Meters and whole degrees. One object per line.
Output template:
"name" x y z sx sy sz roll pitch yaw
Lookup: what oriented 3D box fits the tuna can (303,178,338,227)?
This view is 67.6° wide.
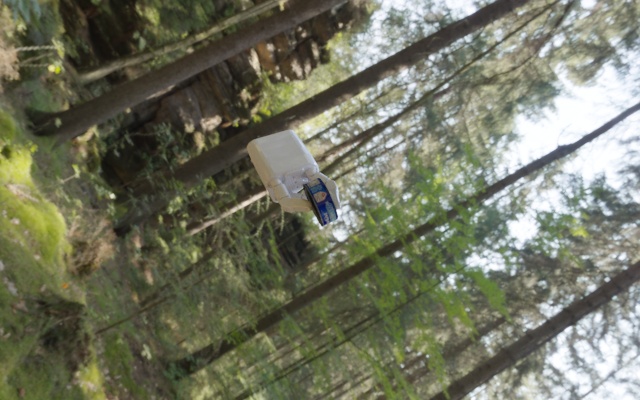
"tuna can" 0.001 0.003 0.872 0.034 0.086 0.086 -25 3 -7
